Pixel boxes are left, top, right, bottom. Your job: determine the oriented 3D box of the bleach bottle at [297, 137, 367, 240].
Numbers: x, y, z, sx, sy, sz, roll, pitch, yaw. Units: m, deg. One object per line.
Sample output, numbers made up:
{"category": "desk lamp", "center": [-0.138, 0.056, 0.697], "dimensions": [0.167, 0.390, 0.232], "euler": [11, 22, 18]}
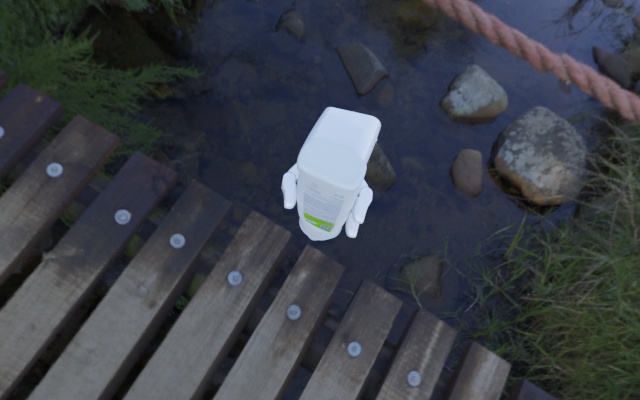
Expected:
{"category": "bleach bottle", "center": [0.000, 0.003, 0.789], "dimensions": [0.102, 0.068, 0.251], "euler": [25, -28, 3]}
